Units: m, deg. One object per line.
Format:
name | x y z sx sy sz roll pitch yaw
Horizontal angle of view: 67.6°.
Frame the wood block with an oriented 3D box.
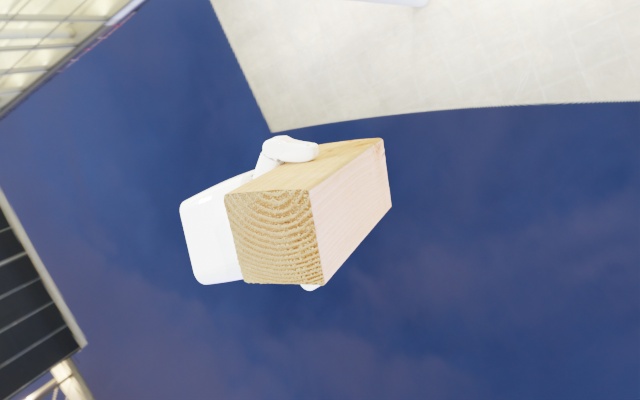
wood block | 0.000 0.001 0.509 0.090 0.091 0.206 -3 18 26
